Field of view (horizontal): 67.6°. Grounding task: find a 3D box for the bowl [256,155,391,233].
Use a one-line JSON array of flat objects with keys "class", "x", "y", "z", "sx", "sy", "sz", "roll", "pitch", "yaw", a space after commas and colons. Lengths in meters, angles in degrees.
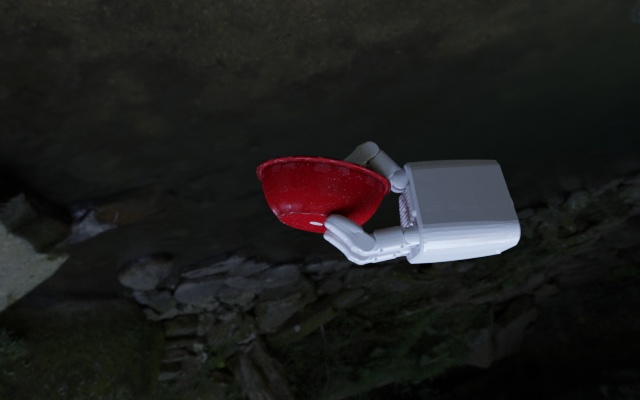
[{"class": "bowl", "x": -0.001, "y": 0.002, "z": 0.564, "sx": 0.162, "sy": 0.055, "sz": 0.162, "roll": 8, "pitch": -16, "yaw": 2}]
